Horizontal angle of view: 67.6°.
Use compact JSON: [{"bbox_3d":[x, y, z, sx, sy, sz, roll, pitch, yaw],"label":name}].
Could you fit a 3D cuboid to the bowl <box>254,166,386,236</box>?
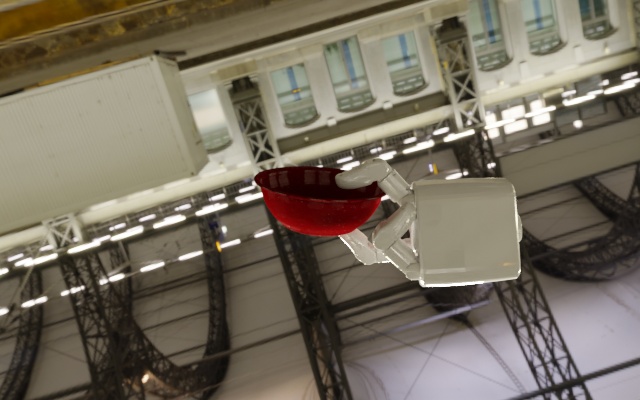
[{"bbox_3d":[-0.001,0.002,0.572,0.162,0.055,0.162,5,16,-1],"label":"bowl"}]
